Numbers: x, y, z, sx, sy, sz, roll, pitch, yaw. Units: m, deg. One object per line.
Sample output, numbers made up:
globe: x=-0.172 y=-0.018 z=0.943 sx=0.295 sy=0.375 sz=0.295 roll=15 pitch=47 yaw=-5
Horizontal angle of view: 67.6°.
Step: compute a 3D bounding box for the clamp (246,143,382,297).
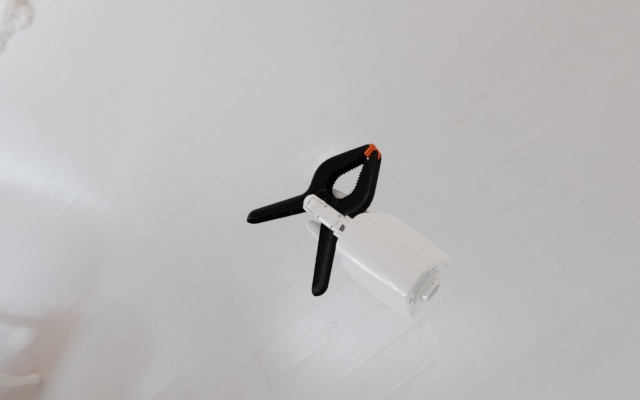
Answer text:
clamp: x=0.000 y=0.002 z=0.660 sx=0.164 sy=0.210 sz=0.036 roll=36 pitch=1 yaw=26
